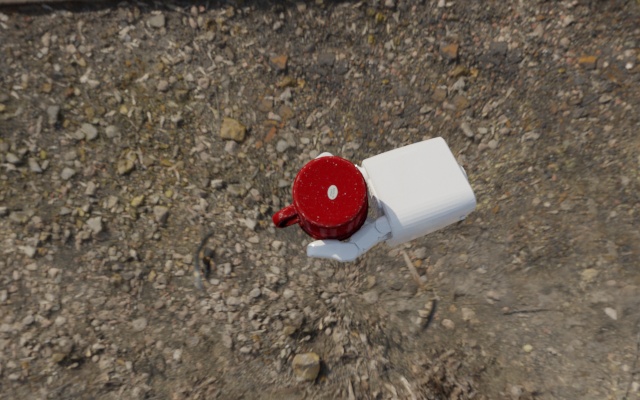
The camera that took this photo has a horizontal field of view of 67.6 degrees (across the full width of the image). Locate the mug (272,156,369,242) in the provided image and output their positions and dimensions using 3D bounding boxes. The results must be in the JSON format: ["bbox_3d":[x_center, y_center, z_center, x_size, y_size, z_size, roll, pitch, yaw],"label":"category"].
[{"bbox_3d":[-0.001,0.002,0.545,0.117,0.093,0.081,-20,-11,-2],"label":"mug"}]
